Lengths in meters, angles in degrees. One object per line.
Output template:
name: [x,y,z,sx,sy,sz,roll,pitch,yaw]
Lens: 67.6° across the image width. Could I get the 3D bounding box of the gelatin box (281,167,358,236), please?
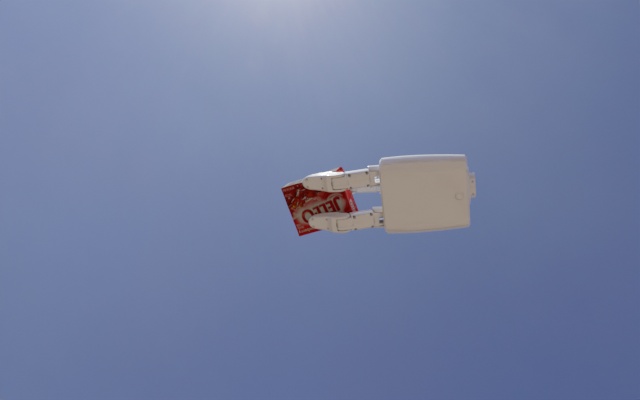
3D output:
gelatin box: [0.000,0.002,0.653,0.089,0.073,0.030,-16,11,23]
